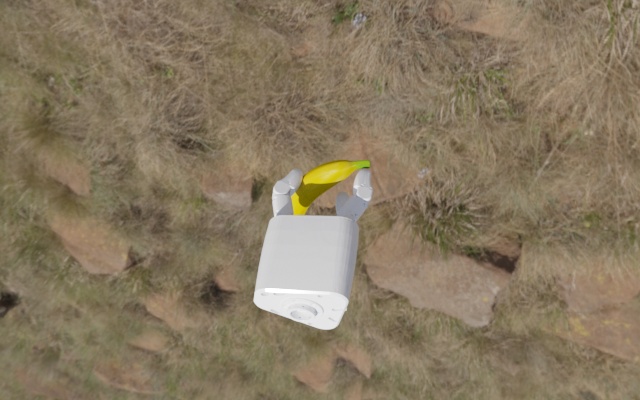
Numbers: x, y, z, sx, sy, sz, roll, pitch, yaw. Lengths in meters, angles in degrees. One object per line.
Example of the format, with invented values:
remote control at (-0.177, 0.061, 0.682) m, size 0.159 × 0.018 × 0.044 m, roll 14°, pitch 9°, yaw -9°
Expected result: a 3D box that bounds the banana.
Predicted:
banana at (-0.013, -0.006, 0.696) m, size 0.070 × 0.037 × 0.198 m, roll 22°, pitch -40°, yaw -27°
